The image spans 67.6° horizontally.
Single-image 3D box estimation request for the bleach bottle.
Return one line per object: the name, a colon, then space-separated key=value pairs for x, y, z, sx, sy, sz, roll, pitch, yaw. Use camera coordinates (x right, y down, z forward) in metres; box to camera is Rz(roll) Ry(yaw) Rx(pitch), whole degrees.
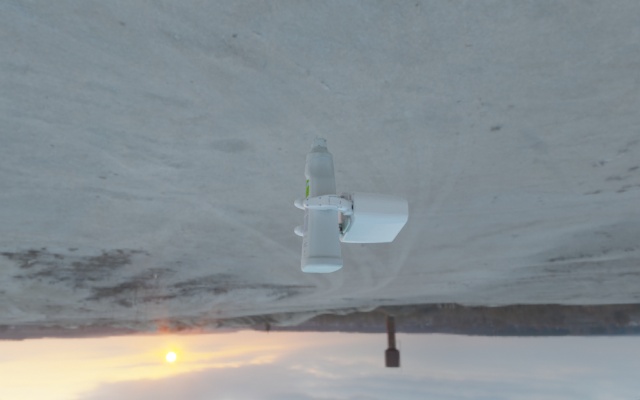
bleach bottle: x=0.000 y=0.003 z=0.883 sx=0.068 sy=0.250 sz=0.102 roll=3 pitch=-15 yaw=-12
